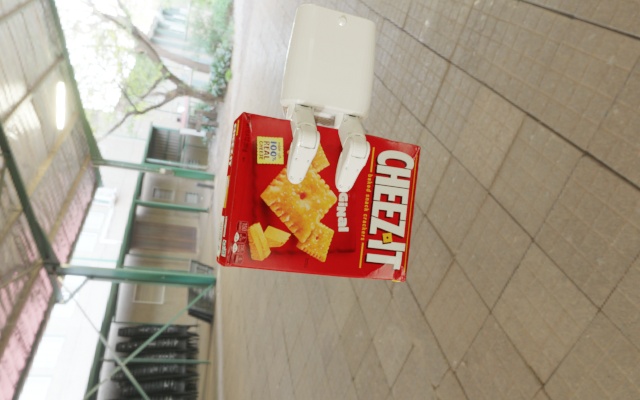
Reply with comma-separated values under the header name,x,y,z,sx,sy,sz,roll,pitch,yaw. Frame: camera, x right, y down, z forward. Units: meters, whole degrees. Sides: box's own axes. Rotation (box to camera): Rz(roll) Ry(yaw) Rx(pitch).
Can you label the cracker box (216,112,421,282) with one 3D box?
name,x,y,z,sx,sy,sz,roll,pitch,yaw
cracker box,0.000,0.002,0.545,0.214,0.164,0.072,8,-3,-18
